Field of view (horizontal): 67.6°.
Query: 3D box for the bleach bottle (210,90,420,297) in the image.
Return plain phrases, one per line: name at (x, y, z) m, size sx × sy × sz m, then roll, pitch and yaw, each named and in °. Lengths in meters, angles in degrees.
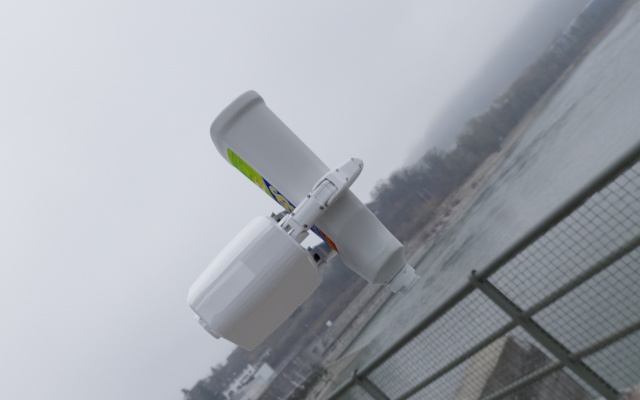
bleach bottle at (0.000, 0.002, 0.491) m, size 0.251 × 0.068 × 0.102 m, roll 42°, pitch -12°, yaw 9°
